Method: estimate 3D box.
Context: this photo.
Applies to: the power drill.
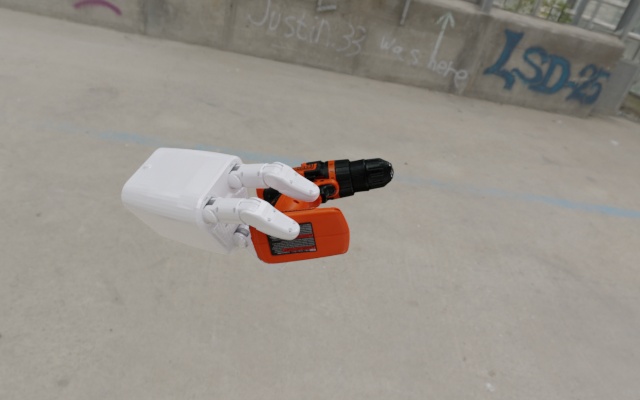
[{"bbox_3d":[0.000,0.002,0.574,0.184,0.057,0.187,-10,21,9],"label":"power drill"}]
